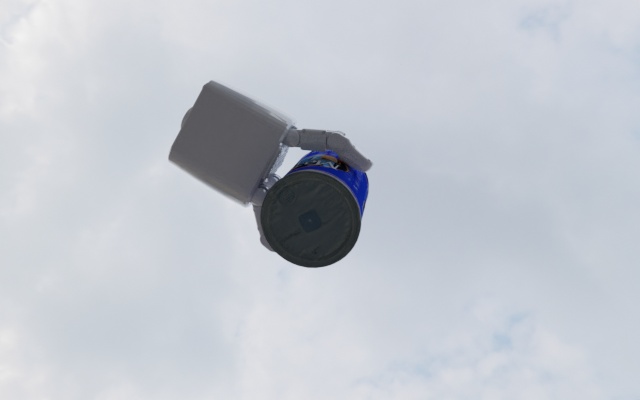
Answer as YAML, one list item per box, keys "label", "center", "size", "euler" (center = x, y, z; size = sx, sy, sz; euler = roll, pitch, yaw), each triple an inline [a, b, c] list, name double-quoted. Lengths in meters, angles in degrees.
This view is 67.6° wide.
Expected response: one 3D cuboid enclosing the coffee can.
- label: "coffee can"
  center: [0.000, 0.002, 0.542]
  size: [0.103, 0.103, 0.140]
  euler: [0, 16, 9]
